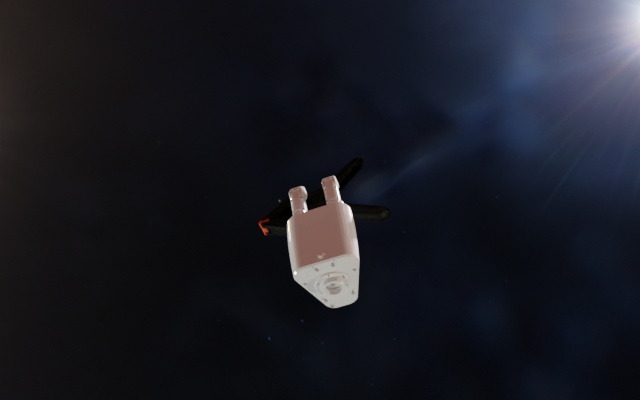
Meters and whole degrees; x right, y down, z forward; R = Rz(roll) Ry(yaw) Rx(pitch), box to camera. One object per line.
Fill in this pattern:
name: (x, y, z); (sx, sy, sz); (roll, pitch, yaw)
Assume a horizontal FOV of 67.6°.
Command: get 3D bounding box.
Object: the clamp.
clamp: (0.000, 0.004, 0.792); (0.210, 0.036, 0.164); (-17, 37, 7)
